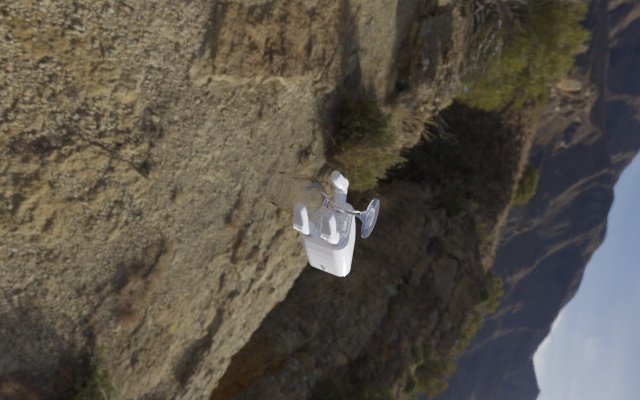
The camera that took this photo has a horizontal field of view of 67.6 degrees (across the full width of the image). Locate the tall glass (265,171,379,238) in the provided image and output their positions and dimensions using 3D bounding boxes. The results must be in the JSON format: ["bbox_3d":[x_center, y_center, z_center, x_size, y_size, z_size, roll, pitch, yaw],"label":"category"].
[{"bbox_3d":[0.001,0.003,0.868,0.201,0.079,0.079,18,7,21],"label":"tall glass"}]
